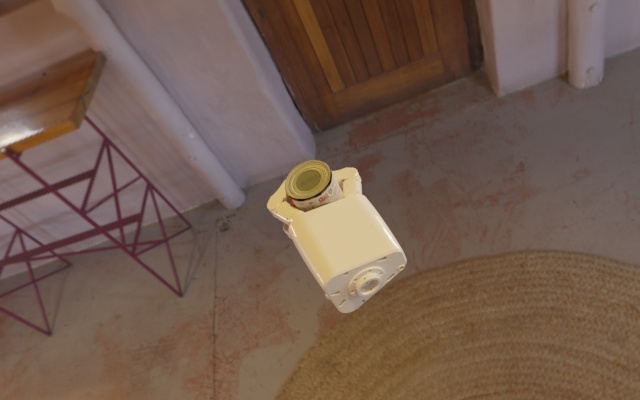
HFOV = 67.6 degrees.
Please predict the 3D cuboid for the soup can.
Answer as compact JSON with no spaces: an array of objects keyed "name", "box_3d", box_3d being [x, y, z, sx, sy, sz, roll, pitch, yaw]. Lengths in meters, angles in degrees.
[{"name":"soup can","box_3d":[0.000,0.002,0.656,0.068,0.068,0.102,0,-36,25]}]
